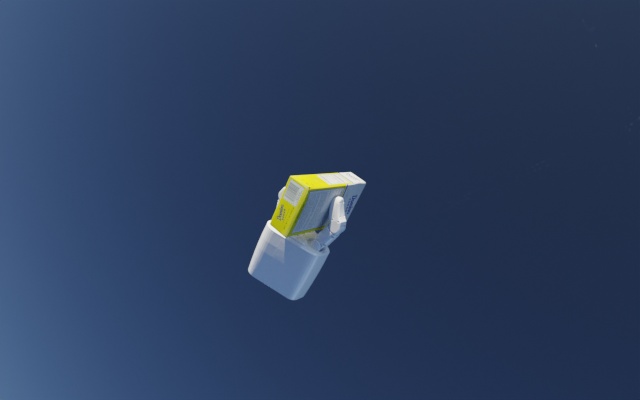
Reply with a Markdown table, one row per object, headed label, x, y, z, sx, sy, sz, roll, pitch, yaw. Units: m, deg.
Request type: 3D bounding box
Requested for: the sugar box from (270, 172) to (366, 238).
| label | x | y | z | sx | sy | sz | roll | pitch | yaw |
| --- | --- | --- | --- | --- | --- | --- | --- | --- | --- |
| sugar box | 0.000 | 0.002 | 0.803 | 0.048 | 0.093 | 0.176 | 36 | 23 | 24 |
